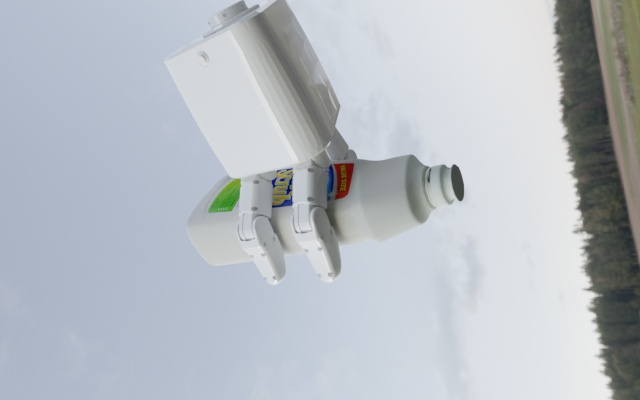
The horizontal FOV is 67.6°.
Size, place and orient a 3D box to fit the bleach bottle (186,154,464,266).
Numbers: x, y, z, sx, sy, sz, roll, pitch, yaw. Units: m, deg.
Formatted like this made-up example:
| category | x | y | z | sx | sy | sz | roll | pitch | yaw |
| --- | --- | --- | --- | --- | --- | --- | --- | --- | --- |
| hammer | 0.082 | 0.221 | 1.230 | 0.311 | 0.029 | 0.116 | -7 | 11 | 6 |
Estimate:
| category | x | y | z | sx | sy | sz | roll | pitch | yaw |
| --- | --- | --- | --- | --- | --- | --- | --- | --- | --- |
| bleach bottle | 0.000 | 0.001 | 0.420 | 0.251 | 0.068 | 0.102 | -11 | 30 | 34 |
